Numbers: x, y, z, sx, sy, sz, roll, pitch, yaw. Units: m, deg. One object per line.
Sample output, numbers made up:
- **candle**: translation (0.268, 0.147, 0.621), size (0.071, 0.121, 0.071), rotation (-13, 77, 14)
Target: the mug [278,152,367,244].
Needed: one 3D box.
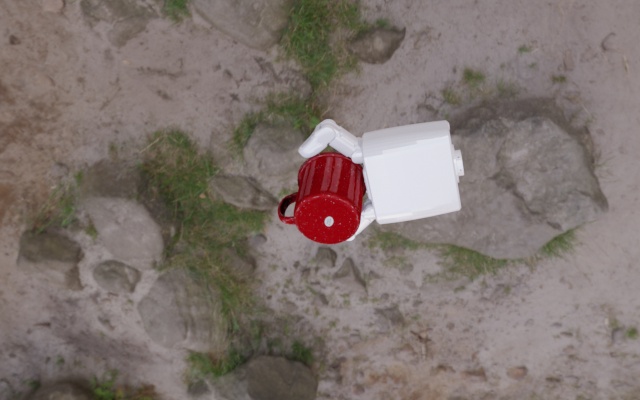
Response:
- **mug**: translation (-0.001, 0.002, 0.598), size (0.117, 0.093, 0.081), rotation (-11, 36, 16)
